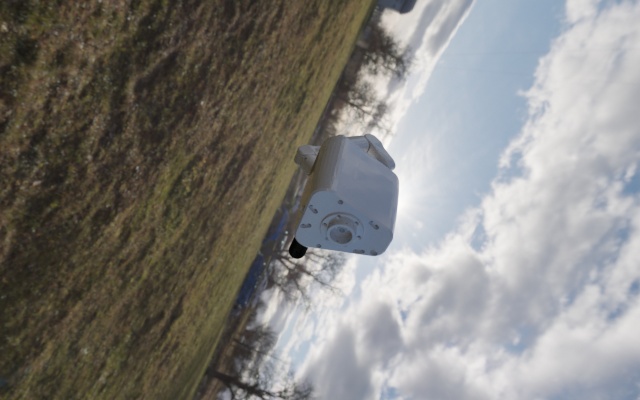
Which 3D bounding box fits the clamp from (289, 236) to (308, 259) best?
[{"bbox_3d":[0.001,0.002,0.680,0.039,0.172,0.120,20,39,-6],"label":"clamp"}]
